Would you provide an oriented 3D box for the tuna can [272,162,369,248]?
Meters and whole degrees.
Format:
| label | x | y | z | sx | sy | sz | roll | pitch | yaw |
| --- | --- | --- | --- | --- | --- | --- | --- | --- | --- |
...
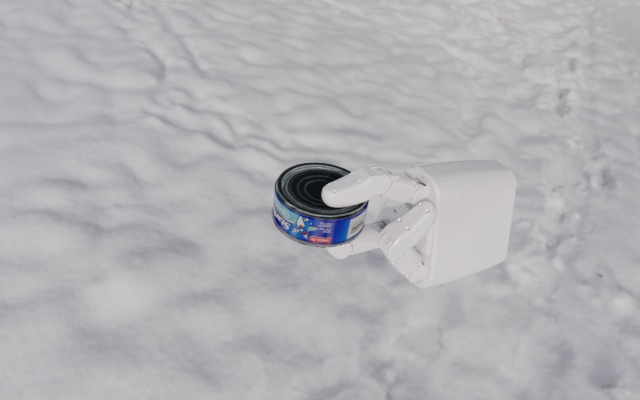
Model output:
| label | x | y | z | sx | sy | sz | roll | pitch | yaw |
| --- | --- | --- | --- | --- | --- | --- | --- | --- | --- |
| tuna can | 0.000 | 0.001 | 0.428 | 0.086 | 0.034 | 0.086 | 6 | 36 | -4 |
